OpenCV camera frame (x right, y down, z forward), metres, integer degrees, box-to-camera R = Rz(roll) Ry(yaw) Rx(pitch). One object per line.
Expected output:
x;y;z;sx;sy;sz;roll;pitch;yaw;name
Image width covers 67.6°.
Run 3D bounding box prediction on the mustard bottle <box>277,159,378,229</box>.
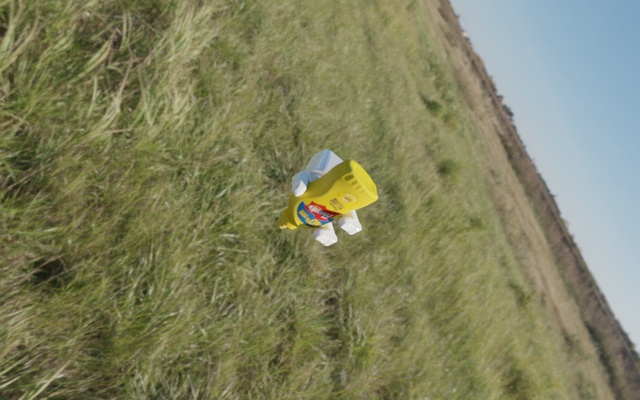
0.000;0.003;0.866;0.192;0.058;0.096;-28;-45;23;mustard bottle
